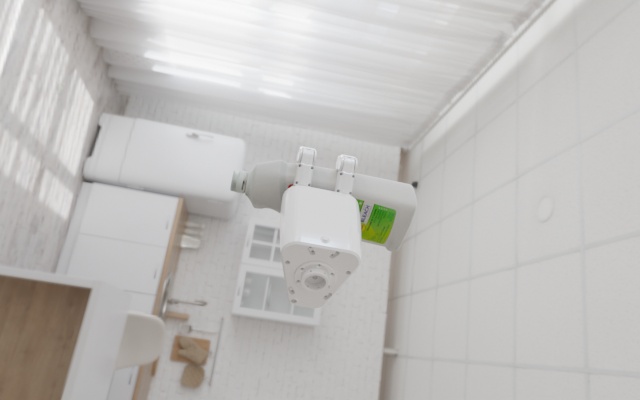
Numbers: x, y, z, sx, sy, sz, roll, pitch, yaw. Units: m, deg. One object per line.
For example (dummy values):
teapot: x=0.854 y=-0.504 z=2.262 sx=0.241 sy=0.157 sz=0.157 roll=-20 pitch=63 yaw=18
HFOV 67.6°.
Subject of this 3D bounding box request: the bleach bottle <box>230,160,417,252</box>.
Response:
bleach bottle: x=0.000 y=0.002 z=0.671 sx=0.251 sy=0.103 sz=0.068 roll=11 pitch=37 yaw=-8
